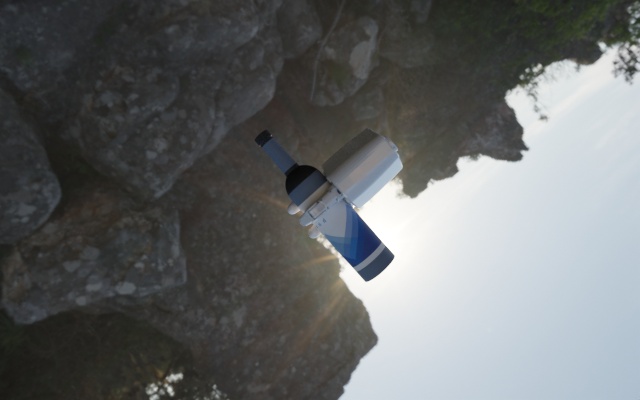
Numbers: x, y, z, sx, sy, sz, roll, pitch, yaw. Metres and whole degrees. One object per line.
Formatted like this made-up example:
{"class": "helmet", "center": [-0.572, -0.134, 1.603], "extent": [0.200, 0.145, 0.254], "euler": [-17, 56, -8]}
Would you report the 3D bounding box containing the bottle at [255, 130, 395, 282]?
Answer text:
{"class": "bottle", "center": [0.000, 0.003, 0.783], "extent": [0.069, 0.296, 0.069], "euler": [-42, 1, 1]}
